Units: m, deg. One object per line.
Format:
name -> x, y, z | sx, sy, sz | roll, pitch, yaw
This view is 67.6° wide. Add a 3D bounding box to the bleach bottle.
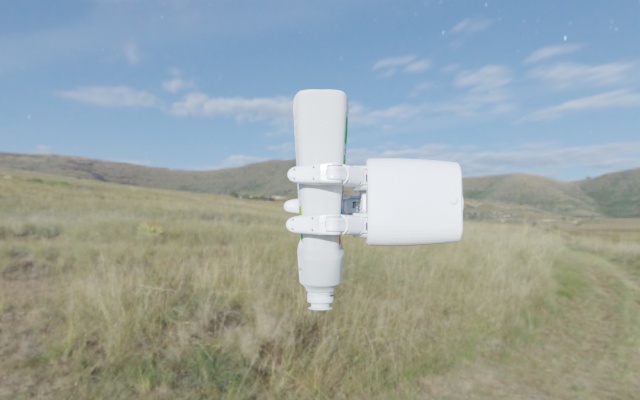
bleach bottle -> 0.000, 0.002, 0.575 | 0.068, 0.251, 0.102 | 0, -5, 0
